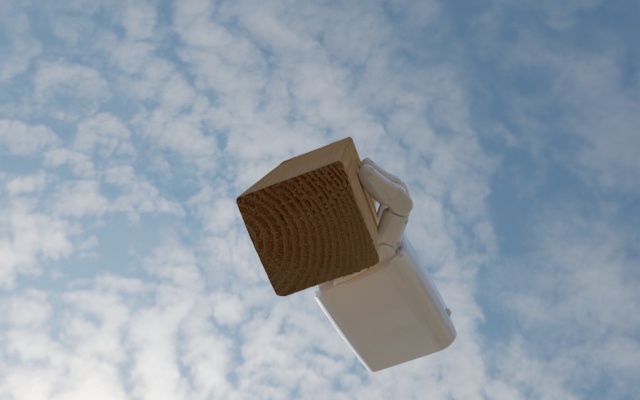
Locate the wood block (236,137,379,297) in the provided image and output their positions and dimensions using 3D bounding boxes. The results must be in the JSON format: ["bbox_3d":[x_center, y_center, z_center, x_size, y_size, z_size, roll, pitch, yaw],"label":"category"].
[{"bbox_3d":[0.000,0.002,0.468,0.091,0.090,0.206,-20,10,9],"label":"wood block"}]
